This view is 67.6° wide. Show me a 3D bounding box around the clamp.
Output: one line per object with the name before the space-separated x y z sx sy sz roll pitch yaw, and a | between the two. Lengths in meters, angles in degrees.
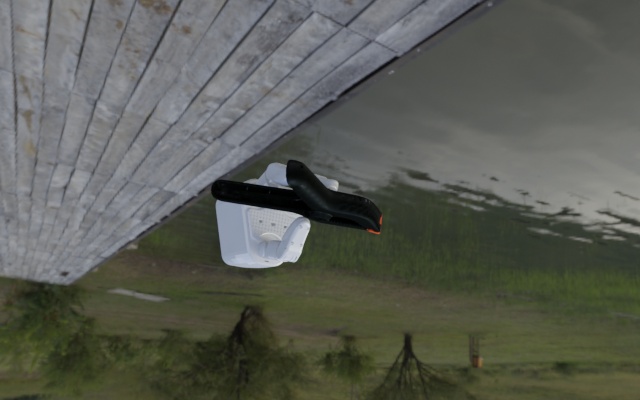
clamp | 0.000 0.003 0.545 0.210 0.036 0.164 16 -15 -30
